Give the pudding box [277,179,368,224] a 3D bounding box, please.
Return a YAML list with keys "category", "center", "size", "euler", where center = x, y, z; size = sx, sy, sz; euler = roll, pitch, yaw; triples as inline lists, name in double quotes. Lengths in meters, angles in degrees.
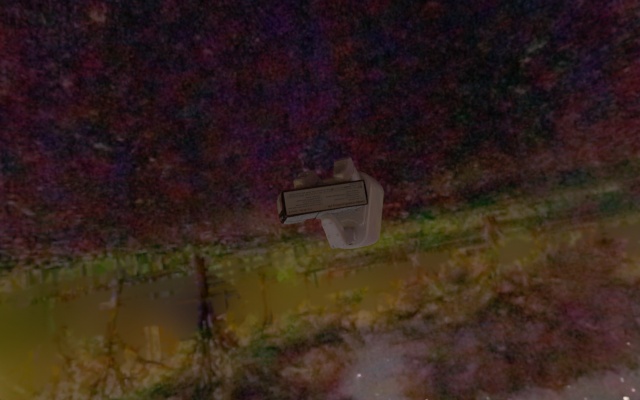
- category: "pudding box"
  center: [0.000, 0.002, 0.647]
  size: [0.113, 0.039, 0.090]
  euler: [-10, -7, -10]
